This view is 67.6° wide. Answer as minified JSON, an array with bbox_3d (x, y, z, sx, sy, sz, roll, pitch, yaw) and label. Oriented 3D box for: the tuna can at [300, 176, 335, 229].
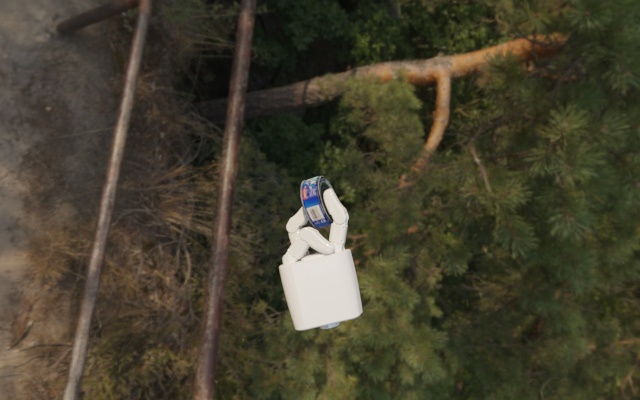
[{"bbox_3d":[0.001,0.002,0.797,0.034,0.086,0.086,-17,-6,20],"label":"tuna can"}]
